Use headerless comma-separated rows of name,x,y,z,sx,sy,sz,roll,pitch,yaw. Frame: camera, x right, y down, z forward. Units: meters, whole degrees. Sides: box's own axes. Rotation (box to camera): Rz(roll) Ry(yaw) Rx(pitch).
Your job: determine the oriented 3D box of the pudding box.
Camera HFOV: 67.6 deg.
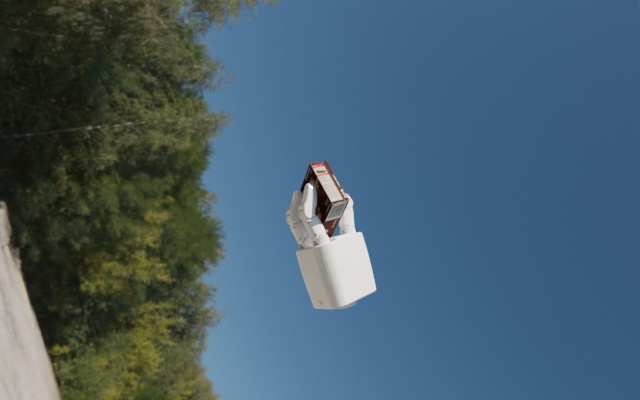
pudding box,0.000,0.003,0.818,0.039,0.090,0.114,-12,-33,-29
